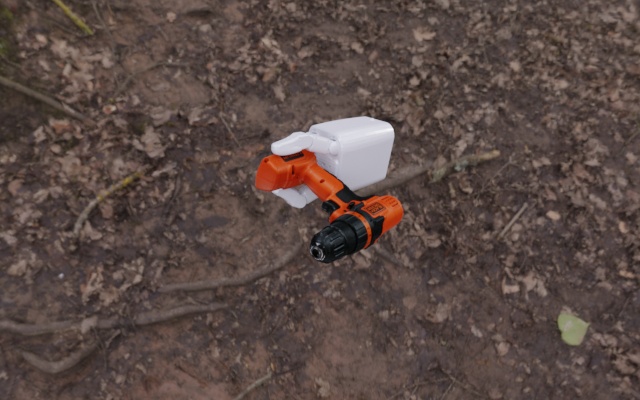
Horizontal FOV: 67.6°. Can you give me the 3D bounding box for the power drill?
[{"bbox_3d":[0.000,0.002,0.657,0.187,0.057,0.184,37,34,24],"label":"power drill"}]
